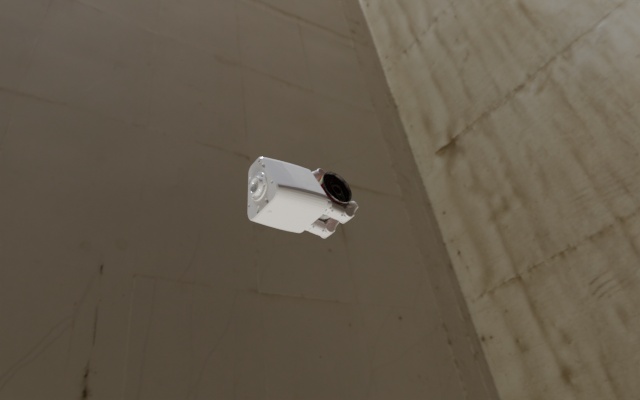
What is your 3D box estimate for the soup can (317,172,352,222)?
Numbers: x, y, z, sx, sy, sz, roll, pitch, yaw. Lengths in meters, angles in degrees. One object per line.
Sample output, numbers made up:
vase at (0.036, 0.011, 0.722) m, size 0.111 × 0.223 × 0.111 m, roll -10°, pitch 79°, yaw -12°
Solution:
soup can at (0.000, 0.003, 0.894) m, size 0.068 × 0.068 × 0.102 m, roll 0°, pitch -33°, yaw -47°
